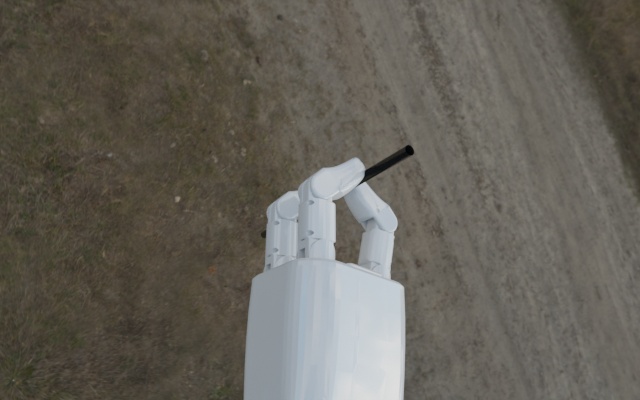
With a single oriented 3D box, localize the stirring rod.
[{"bbox_3d":[0.000,0.002,0.429,0.011,0.011,0.239,0,-18,-33],"label":"stirring rod"}]
